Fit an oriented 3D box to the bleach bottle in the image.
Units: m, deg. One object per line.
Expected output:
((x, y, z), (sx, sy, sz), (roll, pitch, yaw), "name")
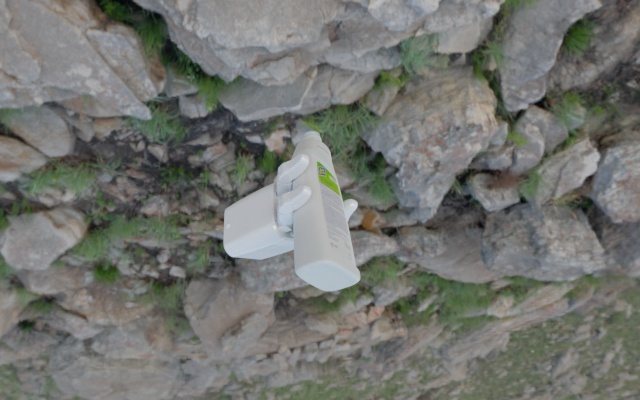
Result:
((0.000, 0.002, 0.725), (0.068, 0.250, 0.103), (-23, -37, 24), "bleach bottle")
